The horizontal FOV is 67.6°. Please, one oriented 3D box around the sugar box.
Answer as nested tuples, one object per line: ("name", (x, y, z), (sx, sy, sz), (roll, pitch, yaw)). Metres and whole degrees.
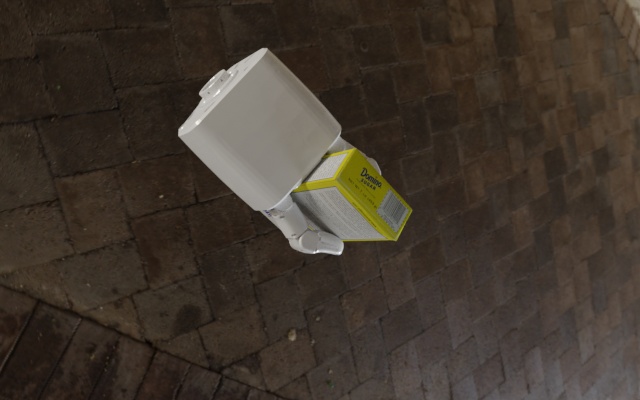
("sugar box", (0.000, 0.001, 0.506), (0.093, 0.048, 0.176), (45, -26, -25))
